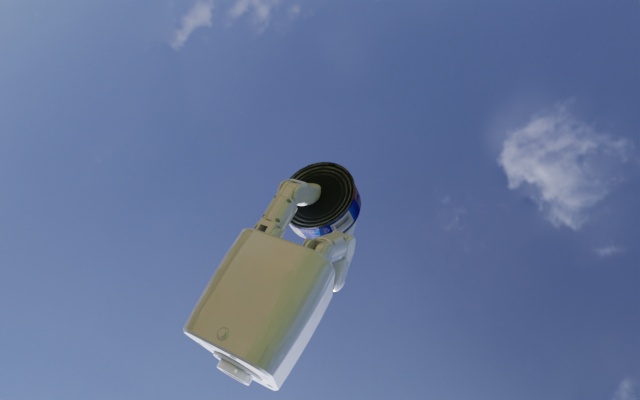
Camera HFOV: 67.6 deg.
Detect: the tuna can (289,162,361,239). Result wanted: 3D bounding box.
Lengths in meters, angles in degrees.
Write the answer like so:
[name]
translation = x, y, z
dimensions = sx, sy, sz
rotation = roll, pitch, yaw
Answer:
[tuna can]
translation = 0.000, 0.002, 0.521
dimensions = 0.086, 0.086, 0.034
rotation = 0, -34, 22
